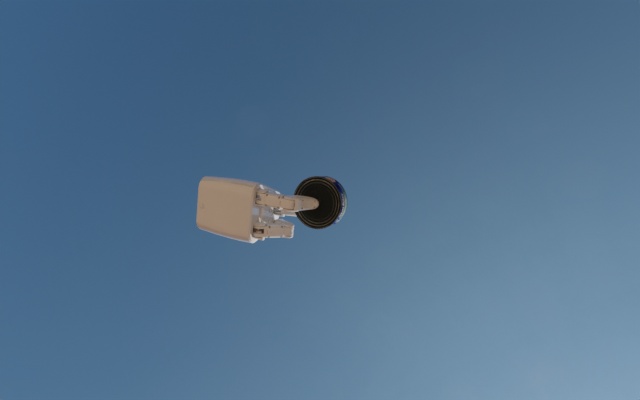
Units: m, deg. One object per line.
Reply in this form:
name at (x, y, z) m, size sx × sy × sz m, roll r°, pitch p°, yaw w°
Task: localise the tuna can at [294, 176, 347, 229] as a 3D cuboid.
tuna can at (0.000, 0.003, 0.783) m, size 0.086 × 0.086 × 0.034 m, roll 0°, pitch 4°, yaw 24°
